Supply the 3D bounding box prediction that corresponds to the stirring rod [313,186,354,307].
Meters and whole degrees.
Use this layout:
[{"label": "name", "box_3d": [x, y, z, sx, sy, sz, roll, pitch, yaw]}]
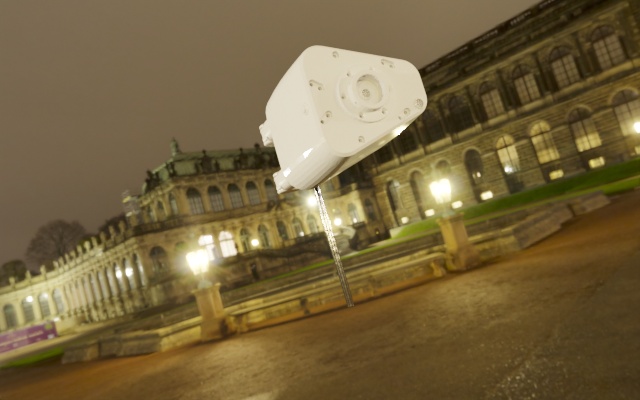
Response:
[{"label": "stirring rod", "box_3d": [0.000, 0.002, 0.540, 0.011, 0.239, 0.011, -16, -6, -2]}]
